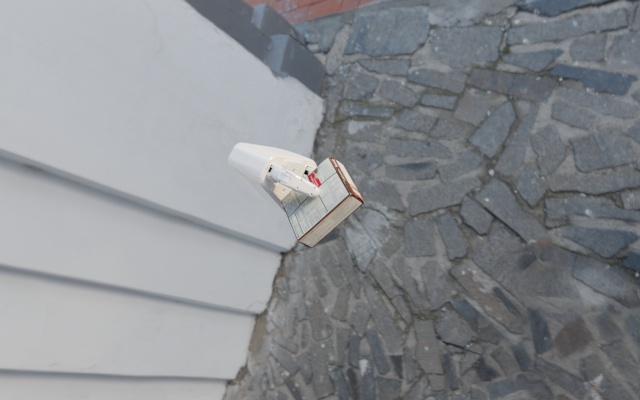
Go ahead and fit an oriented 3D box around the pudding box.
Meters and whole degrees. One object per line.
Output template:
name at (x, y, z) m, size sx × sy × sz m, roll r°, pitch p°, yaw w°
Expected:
pudding box at (0.000, 0.002, 0.721) m, size 0.113 × 0.090 × 0.039 m, roll -43°, pitch -42°, yaw 19°
